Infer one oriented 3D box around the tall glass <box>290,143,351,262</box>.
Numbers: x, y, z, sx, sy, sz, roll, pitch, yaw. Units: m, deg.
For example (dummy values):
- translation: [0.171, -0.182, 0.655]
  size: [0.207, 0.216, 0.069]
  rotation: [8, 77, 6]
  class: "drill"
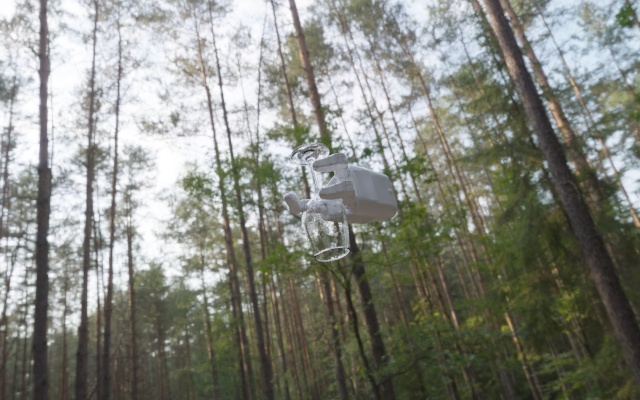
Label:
- translation: [0.000, 0.002, 0.835]
  size: [0.079, 0.201, 0.079]
  rotation: [-10, -26, -5]
  class: "tall glass"
